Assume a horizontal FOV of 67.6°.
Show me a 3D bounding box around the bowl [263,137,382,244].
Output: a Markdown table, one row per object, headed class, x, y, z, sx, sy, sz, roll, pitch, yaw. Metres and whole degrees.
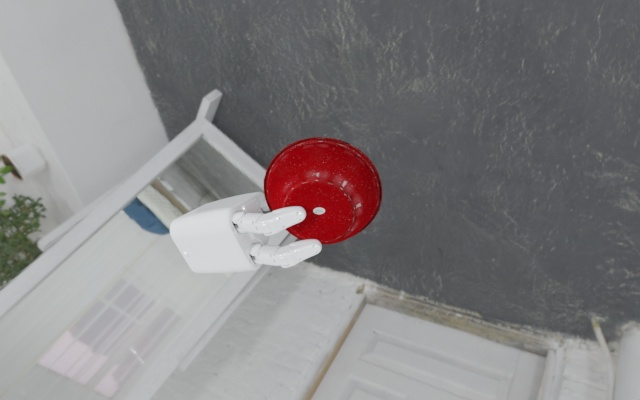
| class | x | y | z | sx | sy | sz | roll | pitch | yaw |
| --- | --- | --- | --- | --- | --- | --- | --- | --- | --- |
| bowl | 0.001 | 0.002 | 0.623 | 0.162 | 0.162 | 0.055 | 0 | 30 | 6 |
